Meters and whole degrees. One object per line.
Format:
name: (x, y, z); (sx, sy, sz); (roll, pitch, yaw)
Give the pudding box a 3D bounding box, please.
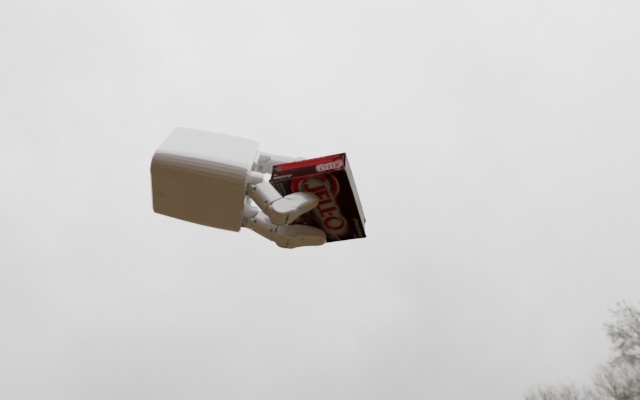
pudding box: (0.000, 0.002, 0.567); (0.090, 0.039, 0.114); (-9, -47, 15)
